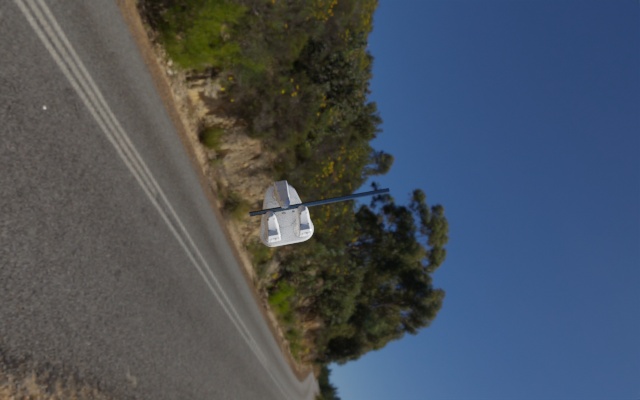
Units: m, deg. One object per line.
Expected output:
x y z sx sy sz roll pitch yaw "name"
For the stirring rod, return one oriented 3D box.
0.000 0.003 0.805 0.239 0.011 0.011 -10 1 -8 "stirring rod"
